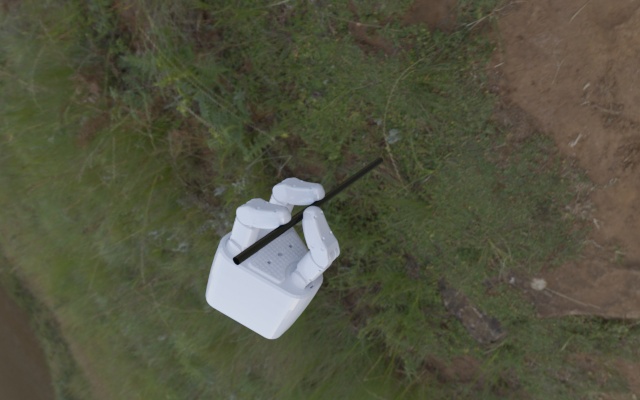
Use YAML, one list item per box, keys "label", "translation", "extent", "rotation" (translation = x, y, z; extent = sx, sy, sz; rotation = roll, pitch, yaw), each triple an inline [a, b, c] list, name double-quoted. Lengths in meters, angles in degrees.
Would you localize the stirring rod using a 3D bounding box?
- label: "stirring rod"
  translation: [0.000, 0.002, 0.484]
  extent: [0.011, 0.011, 0.239]
  rotation: [0, 24, 40]
